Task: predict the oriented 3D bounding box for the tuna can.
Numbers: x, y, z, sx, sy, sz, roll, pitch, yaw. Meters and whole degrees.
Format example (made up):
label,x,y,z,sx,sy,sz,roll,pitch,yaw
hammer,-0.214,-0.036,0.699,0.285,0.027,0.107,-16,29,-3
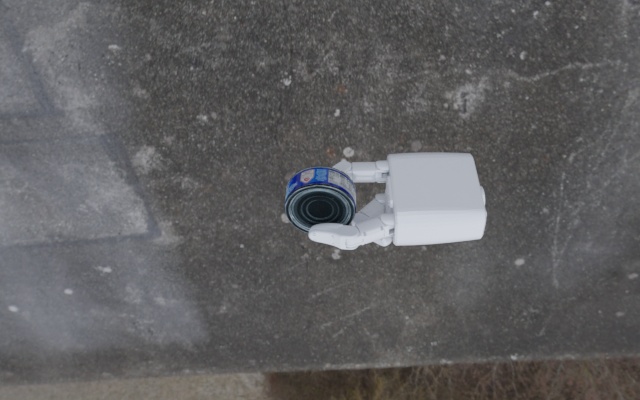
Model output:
label,x,y,z,sx,sy,sz,roll,pitch,yaw
tuna can,0.000,0.002,0.569,0.086,0.086,0.033,0,43,4
